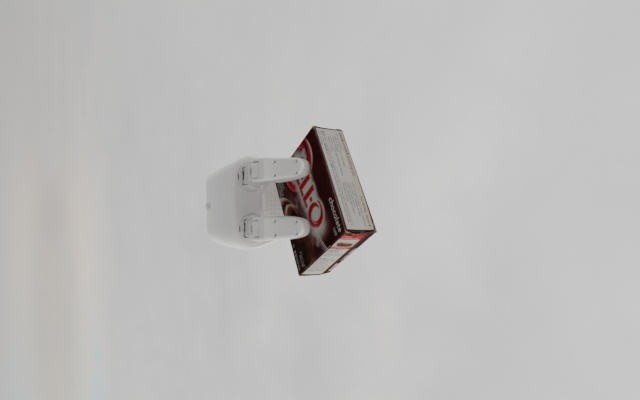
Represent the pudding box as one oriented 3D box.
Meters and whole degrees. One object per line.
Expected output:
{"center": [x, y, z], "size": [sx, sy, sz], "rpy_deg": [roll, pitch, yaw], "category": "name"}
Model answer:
{"center": [0.000, 0.001, 0.448], "size": [0.039, 0.113, 0.090], "rpy_deg": [-1, -30, -32], "category": "pudding box"}
